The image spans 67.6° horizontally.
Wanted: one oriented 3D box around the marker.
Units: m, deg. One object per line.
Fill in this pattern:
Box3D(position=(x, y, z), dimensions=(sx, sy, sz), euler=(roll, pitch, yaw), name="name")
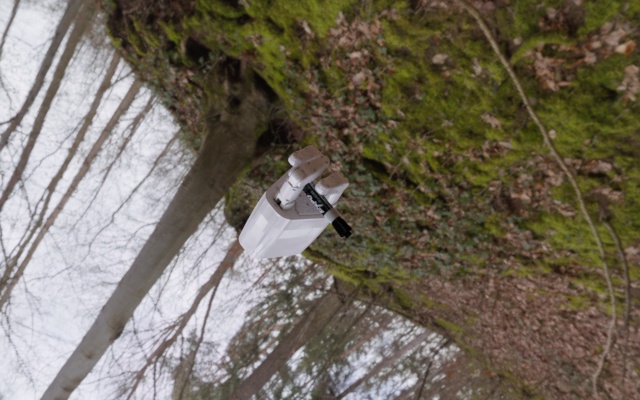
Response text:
Box3D(position=(0.000, 0.002, 0.637), dimensions=(0.020, 0.121, 0.020), euler=(-36, -16, -13), name="marker")
